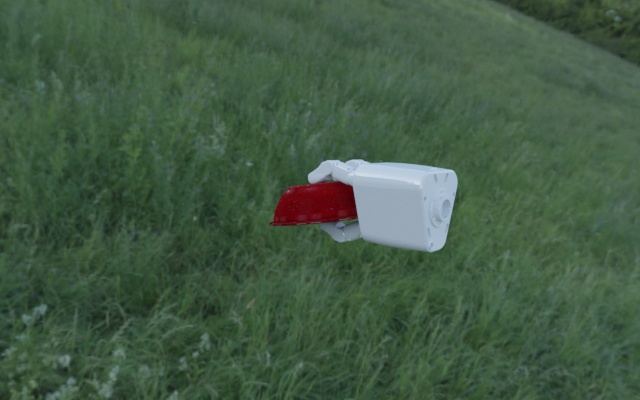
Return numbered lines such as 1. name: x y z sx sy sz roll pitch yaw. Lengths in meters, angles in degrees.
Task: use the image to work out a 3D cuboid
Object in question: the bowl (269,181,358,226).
1. bowl: -0.001 0.002 0.723 0.162 0.055 0.162 -6 1 0
